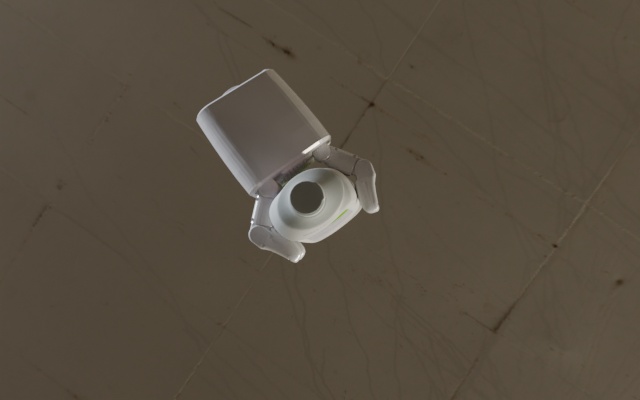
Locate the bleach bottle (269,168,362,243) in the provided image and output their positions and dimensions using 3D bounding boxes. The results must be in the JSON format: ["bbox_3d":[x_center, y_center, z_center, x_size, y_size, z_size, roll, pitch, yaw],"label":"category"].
[{"bbox_3d":[0.000,0.002,0.520,0.102,0.068,0.251,-39,-5,-1],"label":"bleach bottle"}]
